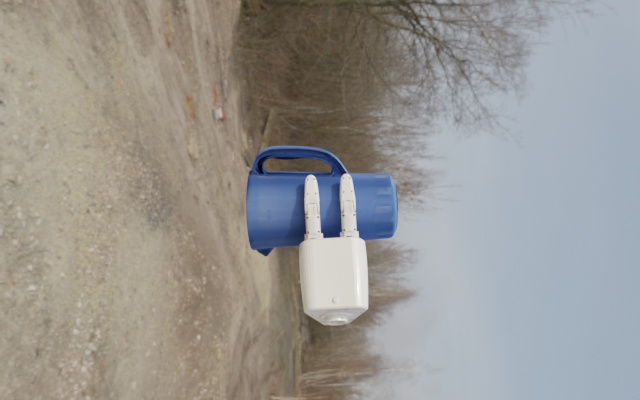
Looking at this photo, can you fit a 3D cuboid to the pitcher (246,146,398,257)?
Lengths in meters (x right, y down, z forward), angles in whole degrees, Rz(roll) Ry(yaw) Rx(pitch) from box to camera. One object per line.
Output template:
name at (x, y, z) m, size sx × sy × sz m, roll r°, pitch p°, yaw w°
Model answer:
pitcher at (0.000, 0.003, 0.789) m, size 0.243 × 0.145 × 0.149 m, roll -2°, pitch -27°, yaw -1°
